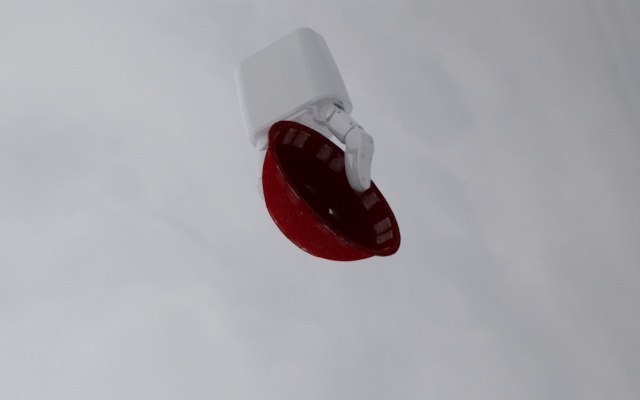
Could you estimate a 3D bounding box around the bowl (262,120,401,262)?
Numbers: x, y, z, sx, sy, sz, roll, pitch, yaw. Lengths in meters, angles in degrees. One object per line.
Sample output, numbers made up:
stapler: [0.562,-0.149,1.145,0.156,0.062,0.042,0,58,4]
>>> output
bowl: [0.000,0.003,0.447,0.055,0.162,0.162,-44,-22,24]
